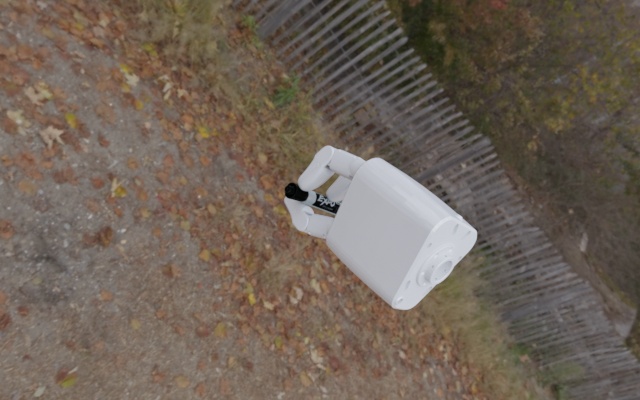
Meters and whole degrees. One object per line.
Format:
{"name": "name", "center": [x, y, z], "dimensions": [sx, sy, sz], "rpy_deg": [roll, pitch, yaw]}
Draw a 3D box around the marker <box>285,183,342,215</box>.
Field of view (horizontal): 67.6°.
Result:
{"name": "marker", "center": [0.000, 0.002, 0.575], "dimensions": [0.020, 0.020, 0.121], "rpy_deg": [0, -14, 39]}
